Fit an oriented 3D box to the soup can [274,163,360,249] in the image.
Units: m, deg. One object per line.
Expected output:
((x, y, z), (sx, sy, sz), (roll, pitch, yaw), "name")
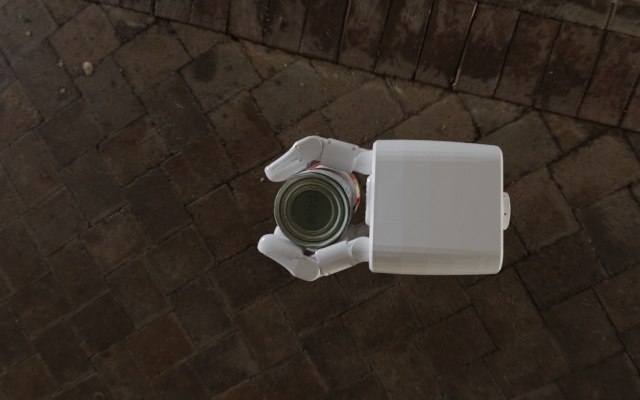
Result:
((0.000, 0.001, 0.450), (0.068, 0.068, 0.102), (0, 9, 9), "soup can")
